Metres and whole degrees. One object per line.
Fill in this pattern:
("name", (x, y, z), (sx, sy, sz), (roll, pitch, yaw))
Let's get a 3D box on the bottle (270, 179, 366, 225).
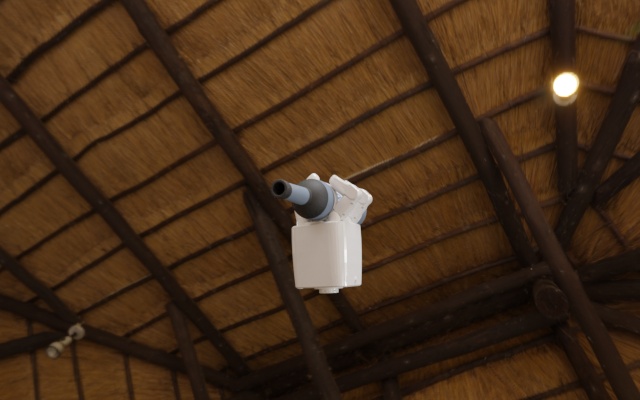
("bottle", (0.000, 0.003, 0.804), (0.069, 0.069, 0.296), (0, -8, 24))
